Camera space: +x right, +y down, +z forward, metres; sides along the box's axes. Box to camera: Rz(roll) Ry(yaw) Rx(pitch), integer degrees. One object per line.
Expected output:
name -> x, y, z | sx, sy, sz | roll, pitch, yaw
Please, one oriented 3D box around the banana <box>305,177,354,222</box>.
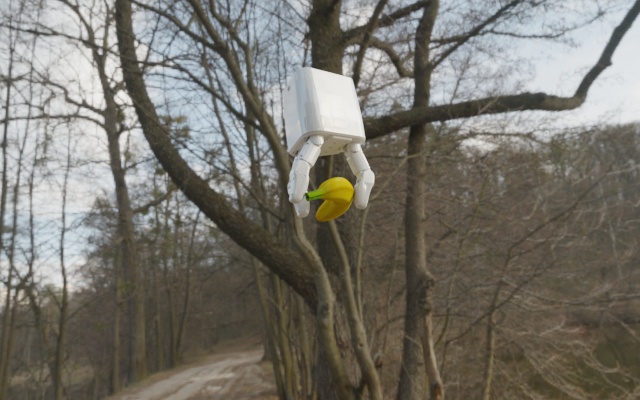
banana -> 0.018, -0.002, 0.735 | 0.069, 0.037, 0.198 | -12, -14, 2
